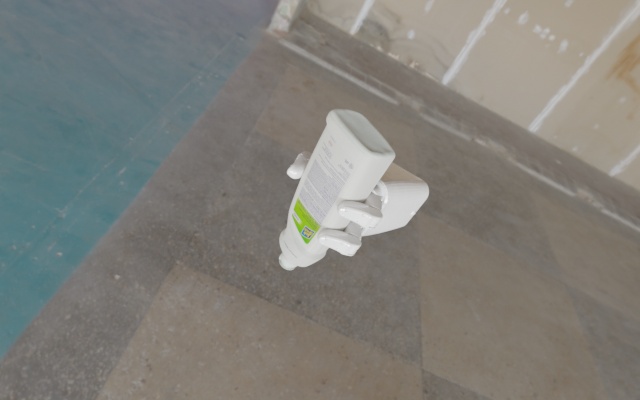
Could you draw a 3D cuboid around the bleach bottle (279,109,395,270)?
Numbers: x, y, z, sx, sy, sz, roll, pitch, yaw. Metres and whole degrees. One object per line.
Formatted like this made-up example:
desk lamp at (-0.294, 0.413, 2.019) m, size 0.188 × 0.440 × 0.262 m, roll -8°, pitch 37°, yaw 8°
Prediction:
bleach bottle at (0.000, 0.002, 0.669) m, size 0.068 × 0.102 × 0.251 m, roll -5°, pitch -41°, yaw -42°
